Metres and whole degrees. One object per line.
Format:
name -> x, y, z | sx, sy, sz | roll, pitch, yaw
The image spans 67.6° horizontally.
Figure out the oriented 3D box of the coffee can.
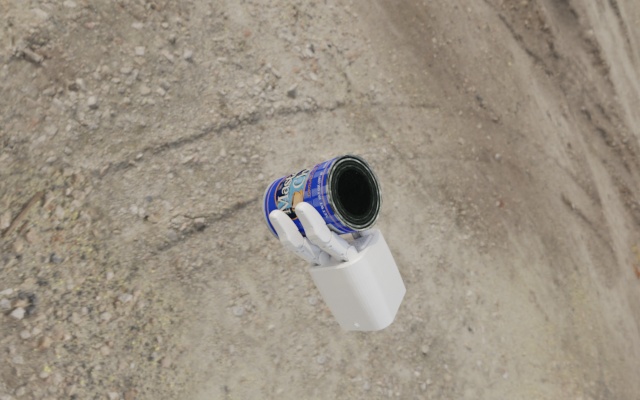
coffee can -> 0.000, 0.002, 0.664 | 0.103, 0.103, 0.140 | 0, -11, -42
